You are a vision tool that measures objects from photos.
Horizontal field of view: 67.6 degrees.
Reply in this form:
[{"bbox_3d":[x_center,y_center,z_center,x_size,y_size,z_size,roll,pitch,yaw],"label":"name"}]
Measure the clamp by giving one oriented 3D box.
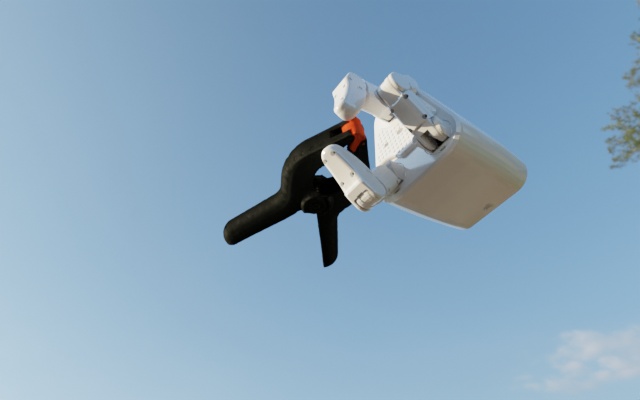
[{"bbox_3d":[0.000,0.001,0.444,0.120,0.039,0.171,20,-51,-33],"label":"clamp"}]
